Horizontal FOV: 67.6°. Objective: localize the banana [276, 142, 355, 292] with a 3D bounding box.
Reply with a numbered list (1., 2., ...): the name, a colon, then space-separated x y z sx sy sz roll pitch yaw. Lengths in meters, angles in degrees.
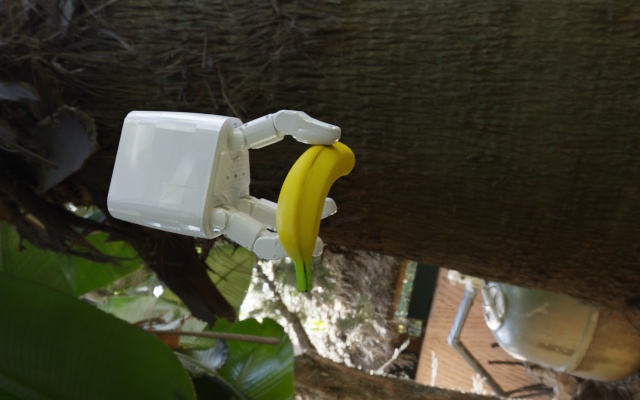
1. banana: -0.002 -0.012 0.421 0.037 0.070 0.197 4 35 15
